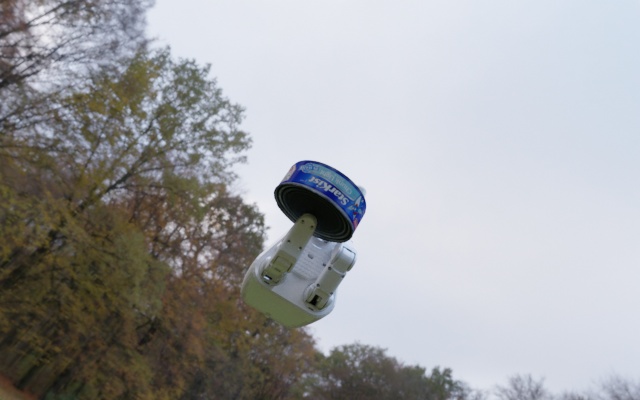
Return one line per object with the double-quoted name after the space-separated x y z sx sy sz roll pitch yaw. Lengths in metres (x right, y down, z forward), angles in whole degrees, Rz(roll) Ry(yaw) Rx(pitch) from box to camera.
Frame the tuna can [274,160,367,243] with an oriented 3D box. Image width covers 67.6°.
0.000 0.001 0.456 0.086 0.033 0.086 25 -28 14 "tuna can"
